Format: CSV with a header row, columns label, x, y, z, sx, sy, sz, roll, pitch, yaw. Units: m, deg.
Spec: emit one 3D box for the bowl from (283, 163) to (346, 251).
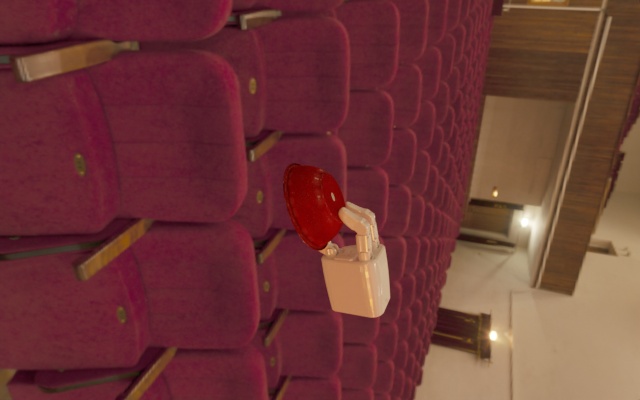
label,x,y,z,sx,sy,sz,roll,pitch,yaw
bowl,0.000,0.001,0.829,0.055,0.162,0.162,-20,-8,23
